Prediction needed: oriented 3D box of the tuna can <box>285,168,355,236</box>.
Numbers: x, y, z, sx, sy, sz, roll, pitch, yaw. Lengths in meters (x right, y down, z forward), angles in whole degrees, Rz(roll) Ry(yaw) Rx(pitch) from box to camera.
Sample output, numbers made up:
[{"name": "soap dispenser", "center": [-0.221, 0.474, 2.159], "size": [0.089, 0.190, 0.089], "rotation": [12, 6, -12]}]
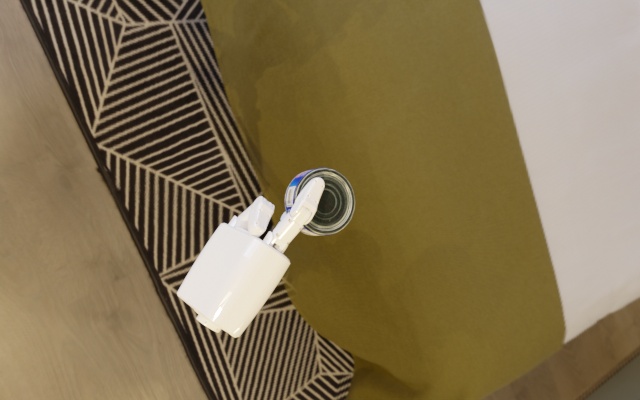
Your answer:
[{"name": "tuna can", "center": [0.000, 0.002, 0.603], "size": [0.086, 0.086, 0.034], "rotation": [0, -3, -25]}]
